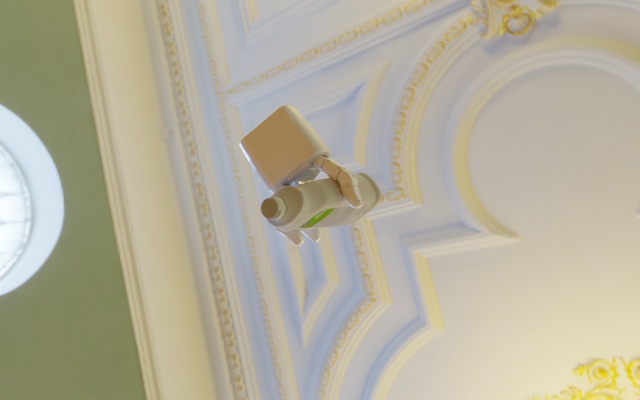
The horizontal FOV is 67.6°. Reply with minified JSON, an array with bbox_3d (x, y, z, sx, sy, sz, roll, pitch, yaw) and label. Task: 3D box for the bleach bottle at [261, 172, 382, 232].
[{"bbox_3d":[0.000,0.003,0.742,0.102,0.068,0.251,-43,-19,24],"label":"bleach bottle"}]
